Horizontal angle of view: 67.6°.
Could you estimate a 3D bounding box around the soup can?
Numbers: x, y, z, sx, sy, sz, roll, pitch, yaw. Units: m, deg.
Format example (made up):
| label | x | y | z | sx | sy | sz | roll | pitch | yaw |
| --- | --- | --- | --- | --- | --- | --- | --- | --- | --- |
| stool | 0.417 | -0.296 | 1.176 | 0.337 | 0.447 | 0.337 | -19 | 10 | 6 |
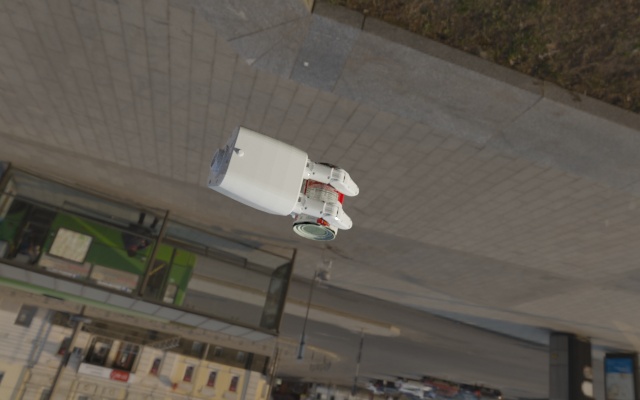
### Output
| label | x | y | z | sx | sy | sz | roll | pitch | yaw |
| --- | --- | --- | --- | --- | --- | --- | --- | --- | --- |
| soup can | 0.000 | 0.003 | 0.729 | 0.068 | 0.102 | 0.068 | 10 | -23 | 4 |
